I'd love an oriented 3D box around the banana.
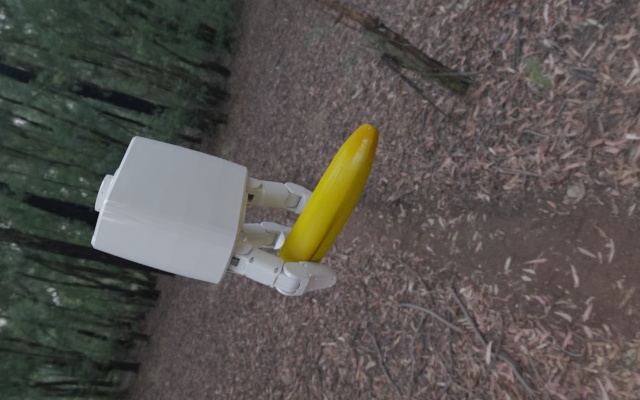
[{"bbox_3d":[-0.003,0.017,0.434,0.037,0.069,0.198,20,-44,-13],"label":"banana"}]
